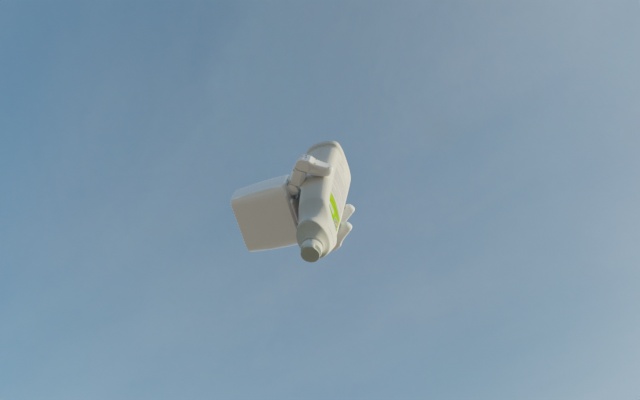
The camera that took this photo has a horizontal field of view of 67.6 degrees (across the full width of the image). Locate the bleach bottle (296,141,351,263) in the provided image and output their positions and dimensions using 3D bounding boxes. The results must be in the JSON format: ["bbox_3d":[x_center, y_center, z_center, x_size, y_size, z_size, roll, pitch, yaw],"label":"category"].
[{"bbox_3d":[0.000,0.003,0.778,0.068,0.103,0.250,-13,30,18],"label":"bleach bottle"}]
